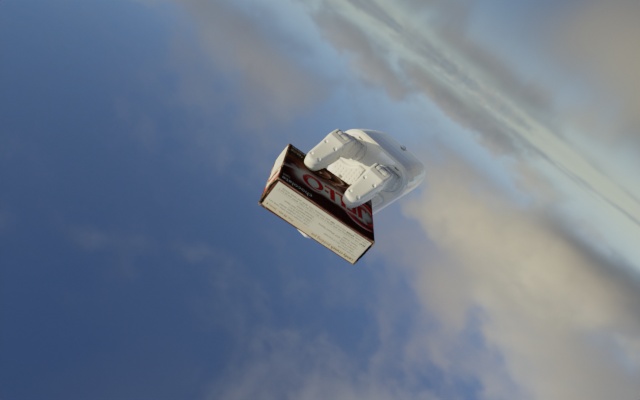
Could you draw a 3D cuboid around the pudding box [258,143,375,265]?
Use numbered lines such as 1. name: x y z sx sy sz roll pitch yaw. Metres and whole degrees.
1. pudding box: 0.000 0.002 0.475 0.113 0.039 0.090 32 23 -12
